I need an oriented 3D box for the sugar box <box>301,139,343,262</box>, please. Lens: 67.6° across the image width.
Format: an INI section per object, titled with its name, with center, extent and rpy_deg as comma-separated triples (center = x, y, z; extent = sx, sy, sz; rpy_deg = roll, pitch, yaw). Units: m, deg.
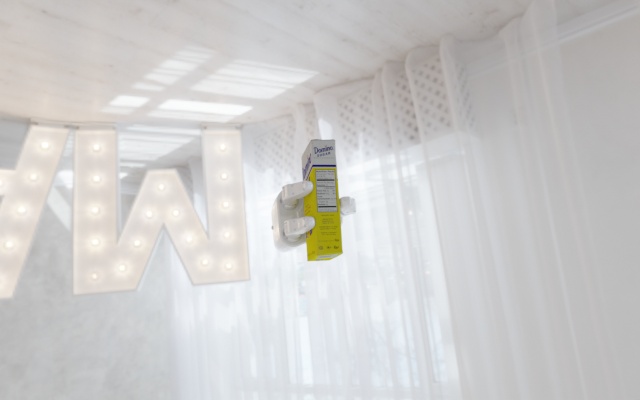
[sugar box]
center = 0.000, 0.003, 0.743
extent = 0.048, 0.176, 0.093
rpy_deg = -3, -12, -13
